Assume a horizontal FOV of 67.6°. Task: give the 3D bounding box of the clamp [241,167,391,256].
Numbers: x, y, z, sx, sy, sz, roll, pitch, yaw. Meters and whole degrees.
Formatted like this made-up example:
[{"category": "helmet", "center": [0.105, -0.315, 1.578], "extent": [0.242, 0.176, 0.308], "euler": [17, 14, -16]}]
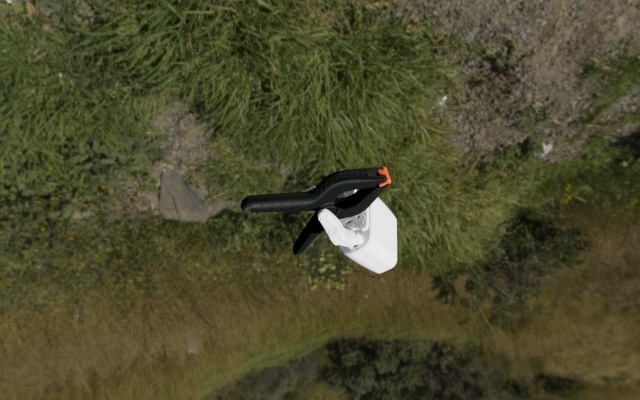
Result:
[{"category": "clamp", "center": [0.001, 0.003, 0.702], "extent": [0.210, 0.036, 0.165], "euler": [-30, -40, 20]}]
